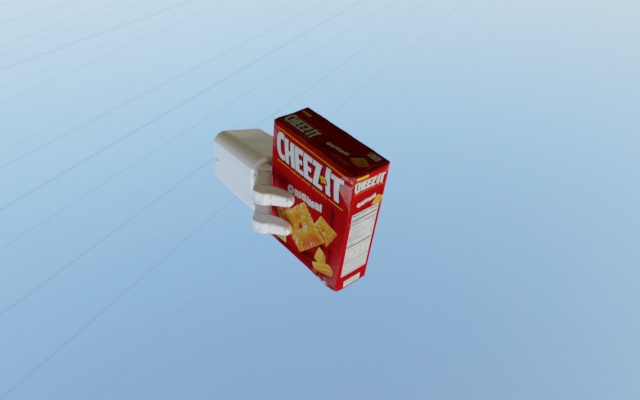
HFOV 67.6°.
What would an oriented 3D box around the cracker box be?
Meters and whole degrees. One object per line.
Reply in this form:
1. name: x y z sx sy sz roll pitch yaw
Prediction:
1. cracker box: 0.000 0.002 0.682 0.072 0.214 0.164 -26 50 -33
